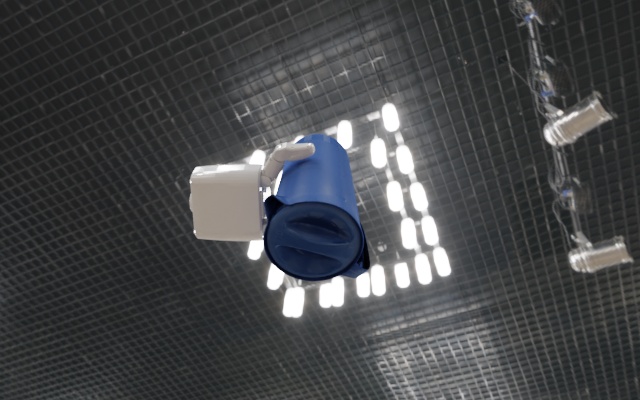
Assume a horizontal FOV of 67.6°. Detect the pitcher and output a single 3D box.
[{"bbox_3d":[0.000,0.002,0.727,0.145,0.149,0.242,-1,32,2],"label":"pitcher"}]
